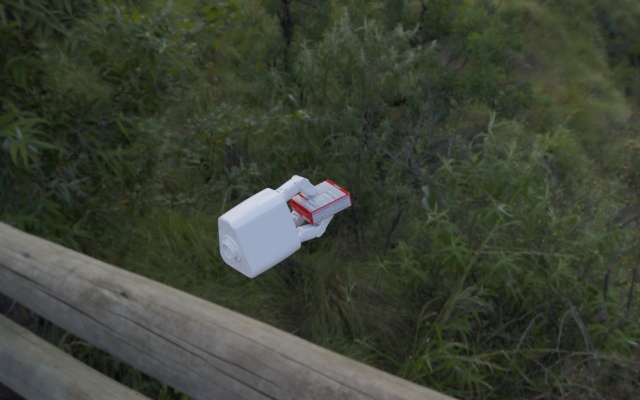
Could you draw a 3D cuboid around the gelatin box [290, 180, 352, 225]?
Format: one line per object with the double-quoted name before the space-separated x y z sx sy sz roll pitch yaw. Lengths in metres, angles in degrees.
"gelatin box" 0.000 0.002 0.873 0.089 0.030 0.073 -27 35 -22
